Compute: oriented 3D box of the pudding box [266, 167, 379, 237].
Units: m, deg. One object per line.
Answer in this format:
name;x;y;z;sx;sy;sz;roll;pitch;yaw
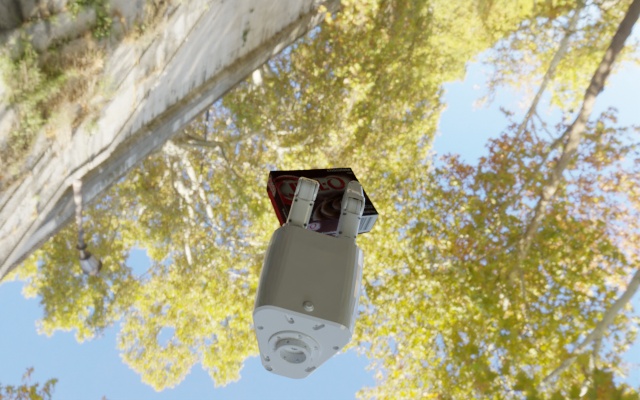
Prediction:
pudding box;0.000;0.002;0.574;0.113;0.039;0.090;-3;44;-25
